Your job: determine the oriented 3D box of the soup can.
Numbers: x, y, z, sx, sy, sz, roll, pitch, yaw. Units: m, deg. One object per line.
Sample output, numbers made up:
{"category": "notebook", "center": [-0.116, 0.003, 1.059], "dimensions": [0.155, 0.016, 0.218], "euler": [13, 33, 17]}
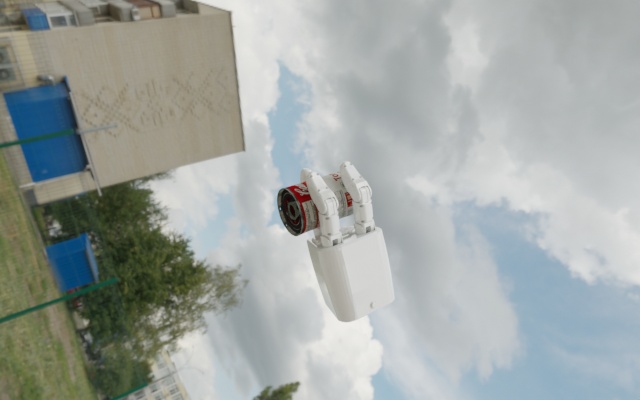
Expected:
{"category": "soup can", "center": [0.000, 0.002, 0.665], "dimensions": [0.102, 0.068, 0.068], "euler": [-18, 9, -28]}
